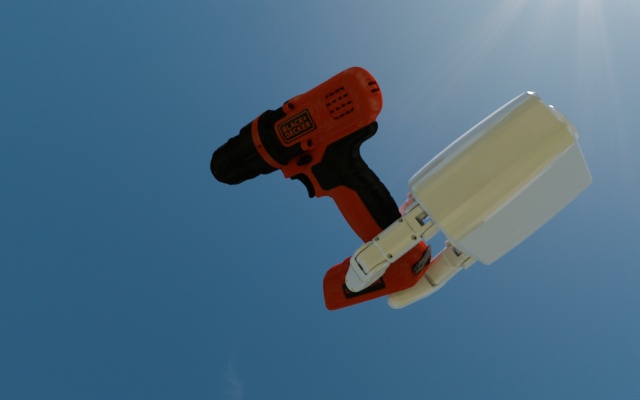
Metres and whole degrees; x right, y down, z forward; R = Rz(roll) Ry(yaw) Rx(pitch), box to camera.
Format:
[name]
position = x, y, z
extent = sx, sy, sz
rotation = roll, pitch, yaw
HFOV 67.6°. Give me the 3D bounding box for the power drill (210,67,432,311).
[power drill]
position = 0.001, 0.002, 0.427
extent = 0.184, 0.187, 0.057
rotation = -23, 8, 33
